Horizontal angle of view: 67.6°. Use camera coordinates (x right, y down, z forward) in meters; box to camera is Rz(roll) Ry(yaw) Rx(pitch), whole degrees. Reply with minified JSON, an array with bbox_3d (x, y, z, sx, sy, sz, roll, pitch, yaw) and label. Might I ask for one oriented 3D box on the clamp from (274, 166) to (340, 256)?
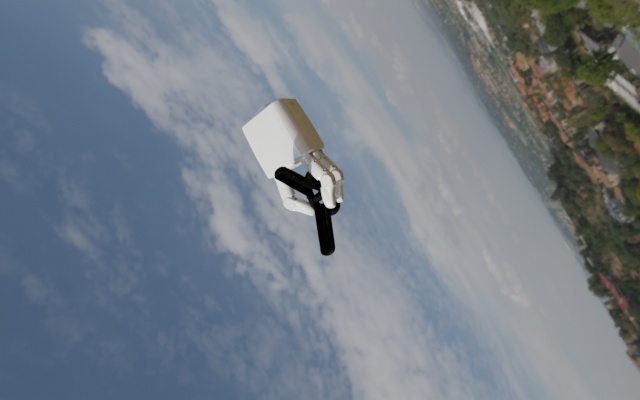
[{"bbox_3d":[0.000,0.003,0.851,0.036,0.164,0.210,-27,2,21],"label":"clamp"}]
